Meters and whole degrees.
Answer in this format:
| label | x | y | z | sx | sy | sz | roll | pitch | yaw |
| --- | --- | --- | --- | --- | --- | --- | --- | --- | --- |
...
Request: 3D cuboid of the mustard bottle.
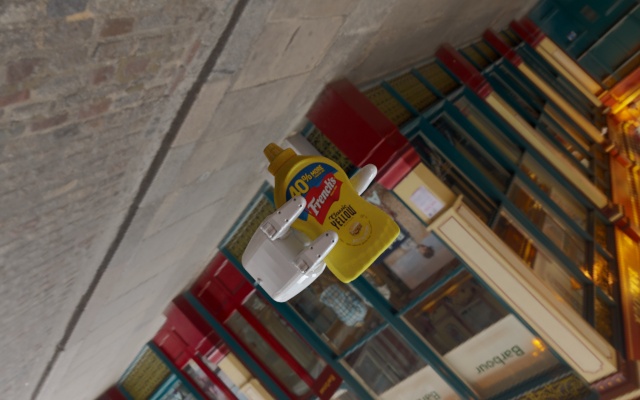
| label | x | y | z | sx | sy | sz | roll | pitch | yaw |
| --- | --- | --- | --- | --- | --- | --- | --- | --- | --- |
| mustard bottle | 0.000 | 0.002 | 0.589 | 0.096 | 0.191 | 0.058 | -42 | -6 | -16 |
